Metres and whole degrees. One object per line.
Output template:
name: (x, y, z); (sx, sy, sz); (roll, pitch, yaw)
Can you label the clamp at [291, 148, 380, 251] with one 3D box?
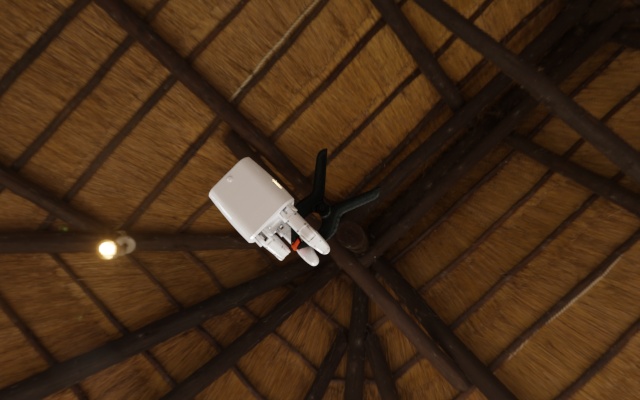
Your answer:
clamp: (0.000, 0.003, 0.786); (0.120, 0.171, 0.039); (45, 0, 10)
